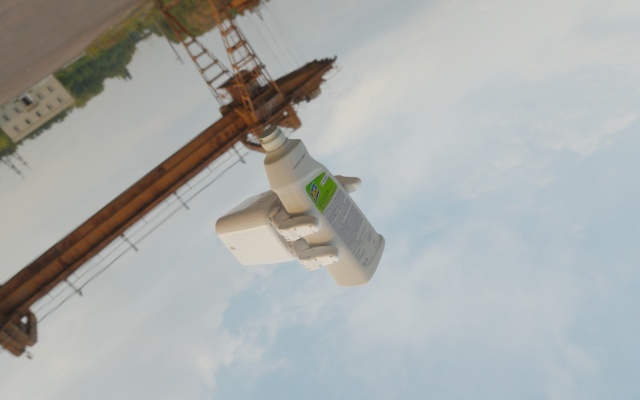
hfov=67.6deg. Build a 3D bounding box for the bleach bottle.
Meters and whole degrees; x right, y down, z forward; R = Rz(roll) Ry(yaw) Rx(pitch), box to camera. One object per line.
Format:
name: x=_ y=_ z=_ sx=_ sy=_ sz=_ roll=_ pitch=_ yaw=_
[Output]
bleach bottle: x=0.000 y=0.002 z=0.654 sx=0.068 sy=0.251 sz=0.102 roll=-13 pitch=34 yaw=35
